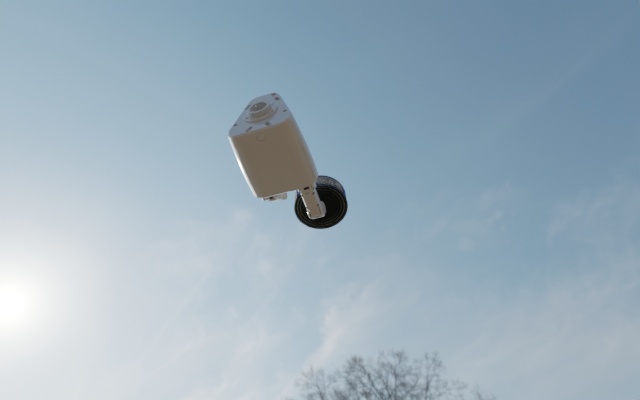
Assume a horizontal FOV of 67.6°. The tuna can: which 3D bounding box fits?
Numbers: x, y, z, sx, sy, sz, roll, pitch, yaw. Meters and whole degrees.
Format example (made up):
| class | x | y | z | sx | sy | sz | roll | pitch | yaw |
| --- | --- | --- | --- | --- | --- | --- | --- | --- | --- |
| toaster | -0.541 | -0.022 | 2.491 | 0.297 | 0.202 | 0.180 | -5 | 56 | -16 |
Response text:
| class | x | y | z | sx | sy | sz | roll | pitch | yaw |
| --- | --- | --- | --- | --- | --- | --- | --- | --- | --- |
| tuna can | 0.000 | 0.002 | 0.772 | 0.086 | 0.086 | 0.033 | 0 | 35 | -4 |
